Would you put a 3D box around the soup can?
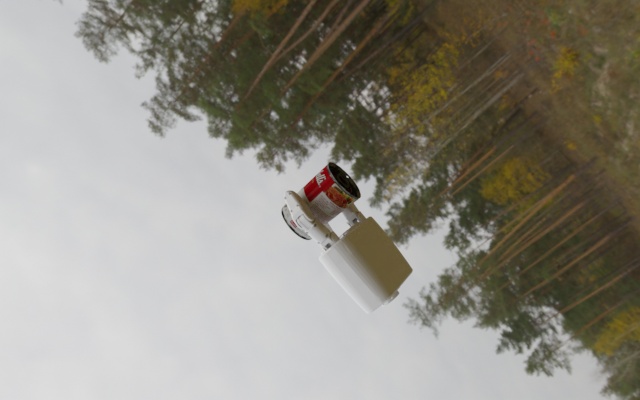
[{"bbox_3d":[0.000,0.002,0.703,0.102,0.068,0.068,-42,-17,20],"label":"soup can"}]
